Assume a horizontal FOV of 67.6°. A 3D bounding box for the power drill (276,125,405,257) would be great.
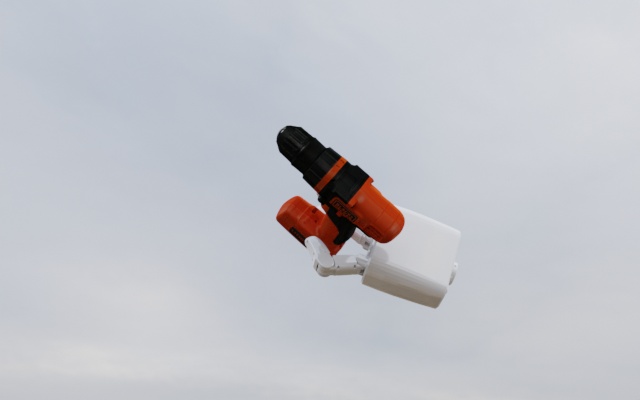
[{"bbox_3d":[0.000,0.002,0.621,0.057,0.184,0.188,-47,1,-26],"label":"power drill"}]
